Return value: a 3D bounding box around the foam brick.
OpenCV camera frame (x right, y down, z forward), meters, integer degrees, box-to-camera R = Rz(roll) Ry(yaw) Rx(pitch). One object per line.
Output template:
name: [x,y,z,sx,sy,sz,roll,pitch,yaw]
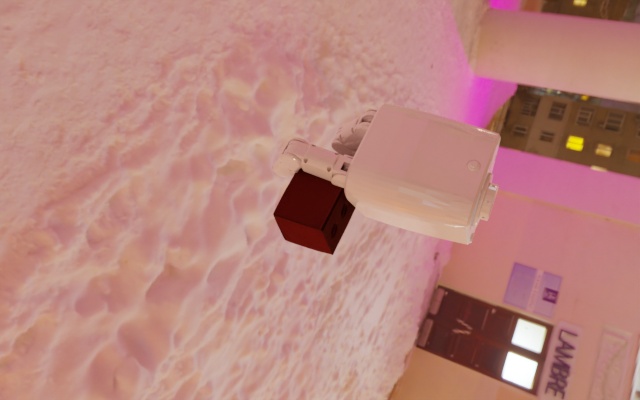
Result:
foam brick: [0.000,0.002,0.444,0.051,0.078,0.053,18,-24,20]
